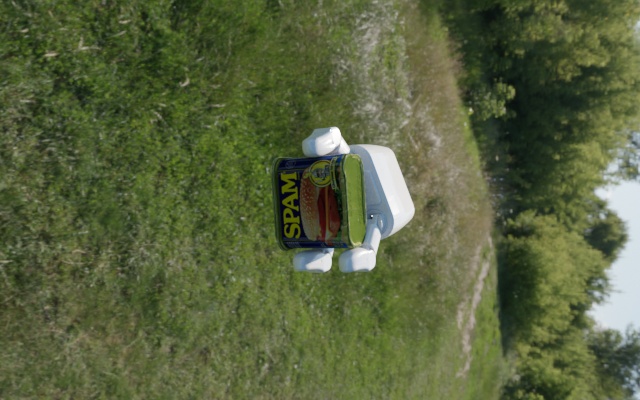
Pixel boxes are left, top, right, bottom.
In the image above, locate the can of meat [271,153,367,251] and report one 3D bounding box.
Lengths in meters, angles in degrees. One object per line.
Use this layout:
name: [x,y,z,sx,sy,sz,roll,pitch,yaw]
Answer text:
can of meat: [0.000,0.002,0.503,0.084,0.102,0.057,-3,2,26]
